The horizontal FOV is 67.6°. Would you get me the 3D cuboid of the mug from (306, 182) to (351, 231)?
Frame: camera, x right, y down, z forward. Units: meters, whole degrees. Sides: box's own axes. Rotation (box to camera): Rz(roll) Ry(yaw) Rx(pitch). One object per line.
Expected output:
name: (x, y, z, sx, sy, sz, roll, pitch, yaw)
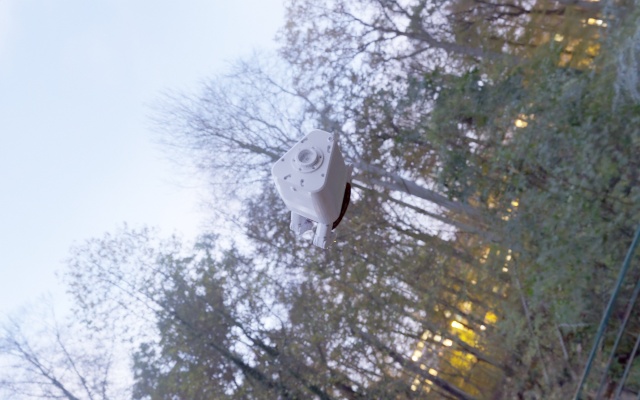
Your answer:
mug: (0.000, 0.003, 0.866, 0.081, 0.093, 0.117, 23, -21, 21)
